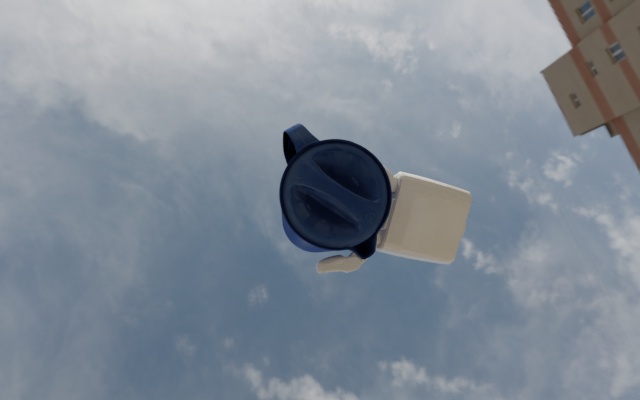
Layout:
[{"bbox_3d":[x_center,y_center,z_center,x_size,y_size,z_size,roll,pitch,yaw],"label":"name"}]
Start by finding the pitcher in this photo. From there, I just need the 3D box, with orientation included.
[{"bbox_3d":[0.000,0.002,0.667,0.145,0.149,0.243,14,-11,-5],"label":"pitcher"}]
